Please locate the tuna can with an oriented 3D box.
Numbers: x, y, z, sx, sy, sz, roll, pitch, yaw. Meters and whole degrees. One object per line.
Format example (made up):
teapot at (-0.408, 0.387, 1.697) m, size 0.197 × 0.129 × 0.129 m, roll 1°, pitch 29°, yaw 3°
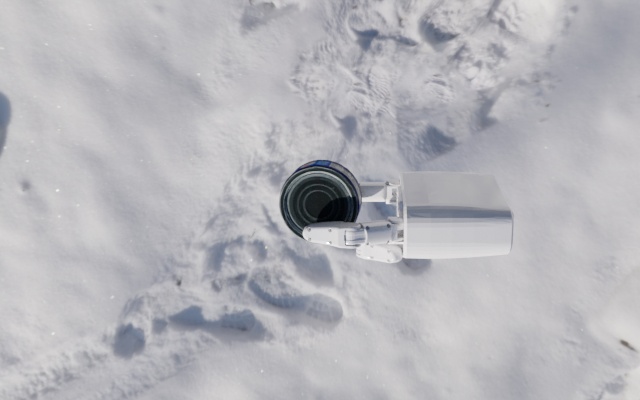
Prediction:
tuna can at (0.000, 0.002, 0.505) m, size 0.086 × 0.086 × 0.033 m, roll 0°, pitch 15°, yaw 9°
